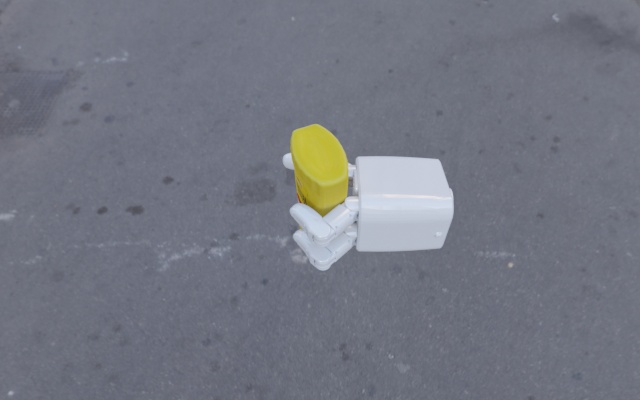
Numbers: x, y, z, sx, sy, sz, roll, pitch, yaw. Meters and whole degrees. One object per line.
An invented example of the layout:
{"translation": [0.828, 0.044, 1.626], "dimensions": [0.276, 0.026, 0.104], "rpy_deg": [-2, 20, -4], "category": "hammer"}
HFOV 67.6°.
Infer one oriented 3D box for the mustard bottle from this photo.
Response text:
{"translation": [0.000, 0.002, 0.606], "dimensions": [0.058, 0.096, 0.192], "rpy_deg": [-20, -35, -13], "category": "mustard bottle"}
